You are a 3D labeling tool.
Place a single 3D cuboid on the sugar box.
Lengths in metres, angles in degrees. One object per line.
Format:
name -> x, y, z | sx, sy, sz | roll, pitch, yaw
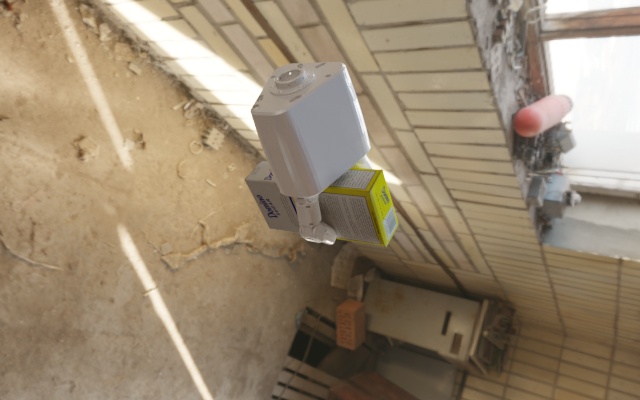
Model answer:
sugar box -> 0.000, 0.001, 0.591 | 0.176, 0.093, 0.048 | 9, 48, 32
